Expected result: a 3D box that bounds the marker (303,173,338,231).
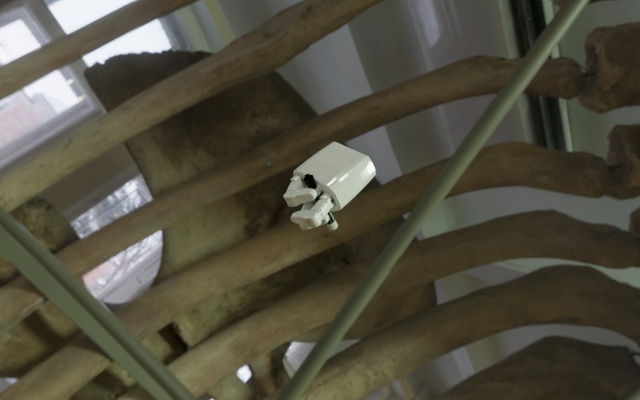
[{"bbox_3d":[0.000,0.003,0.849,0.020,0.121,0.020,-20,30,12],"label":"marker"}]
